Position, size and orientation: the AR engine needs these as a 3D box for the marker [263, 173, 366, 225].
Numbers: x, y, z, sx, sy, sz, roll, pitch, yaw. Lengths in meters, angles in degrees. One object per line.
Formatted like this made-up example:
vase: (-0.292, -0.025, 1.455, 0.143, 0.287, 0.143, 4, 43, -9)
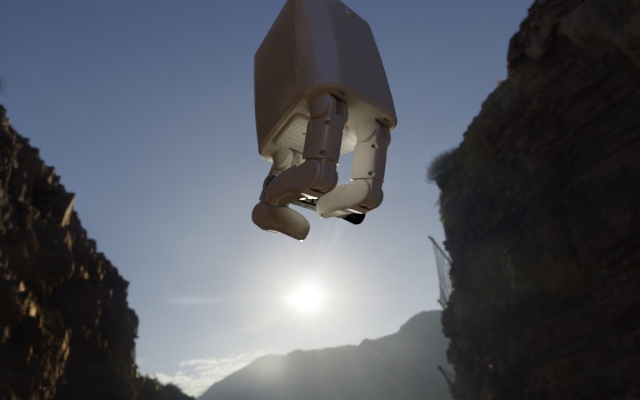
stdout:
marker: (0.000, 0.001, 0.417, 0.020, 0.020, 0.121, 0, -13, 43)
